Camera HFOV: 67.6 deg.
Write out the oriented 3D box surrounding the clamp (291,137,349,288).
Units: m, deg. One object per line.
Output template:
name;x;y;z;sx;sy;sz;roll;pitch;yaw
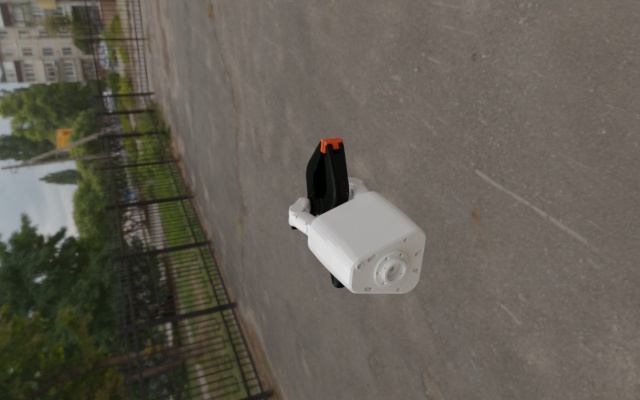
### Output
clamp;0.000;0.002;0.703;0.036;0.210;0.164;-12;30;-27
